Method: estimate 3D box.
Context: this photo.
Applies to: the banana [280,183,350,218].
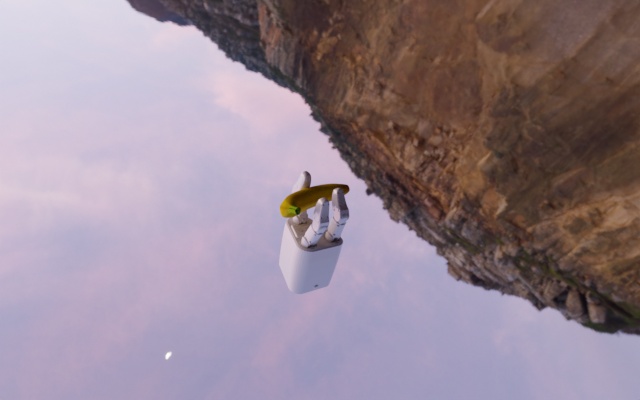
[{"bbox_3d":[-0.018,0.001,0.860,0.069,0.037,0.197,10,19,27],"label":"banana"}]
